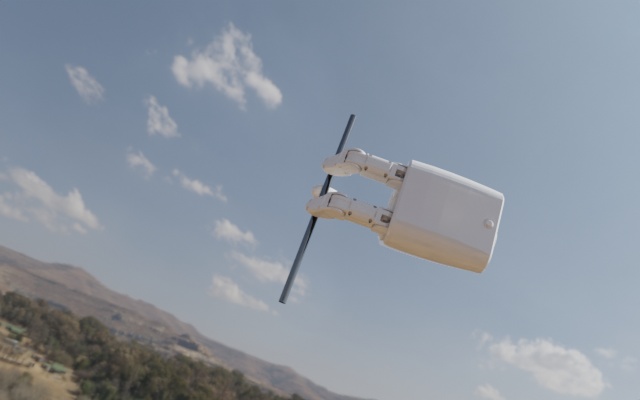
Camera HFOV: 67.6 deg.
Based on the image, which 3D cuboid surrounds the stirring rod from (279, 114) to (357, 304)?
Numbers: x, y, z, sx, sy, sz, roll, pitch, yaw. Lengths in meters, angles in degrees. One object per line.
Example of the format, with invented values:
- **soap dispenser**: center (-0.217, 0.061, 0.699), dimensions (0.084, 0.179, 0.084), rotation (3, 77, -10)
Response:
- **stirring rod**: center (0.000, 0.002, 0.541), dimensions (0.011, 0.239, 0.011), rotation (18, -21, 7)
